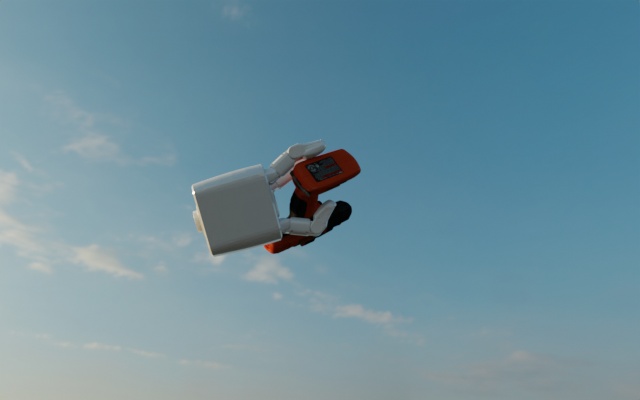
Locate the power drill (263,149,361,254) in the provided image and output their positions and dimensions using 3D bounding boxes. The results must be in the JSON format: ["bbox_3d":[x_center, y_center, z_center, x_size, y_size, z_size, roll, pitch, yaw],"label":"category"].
[{"bbox_3d":[0.000,0.002,0.783,0.184,0.057,0.188,-24,-28,-33],"label":"power drill"}]
